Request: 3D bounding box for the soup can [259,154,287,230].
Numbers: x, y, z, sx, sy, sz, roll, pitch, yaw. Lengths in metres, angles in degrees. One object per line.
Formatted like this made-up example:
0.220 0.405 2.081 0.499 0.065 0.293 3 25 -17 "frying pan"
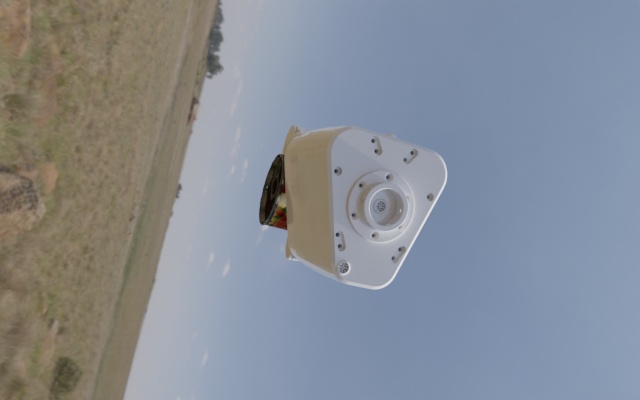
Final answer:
0.000 0.002 0.457 0.102 0.068 0.068 14 -5 -18 "soup can"
